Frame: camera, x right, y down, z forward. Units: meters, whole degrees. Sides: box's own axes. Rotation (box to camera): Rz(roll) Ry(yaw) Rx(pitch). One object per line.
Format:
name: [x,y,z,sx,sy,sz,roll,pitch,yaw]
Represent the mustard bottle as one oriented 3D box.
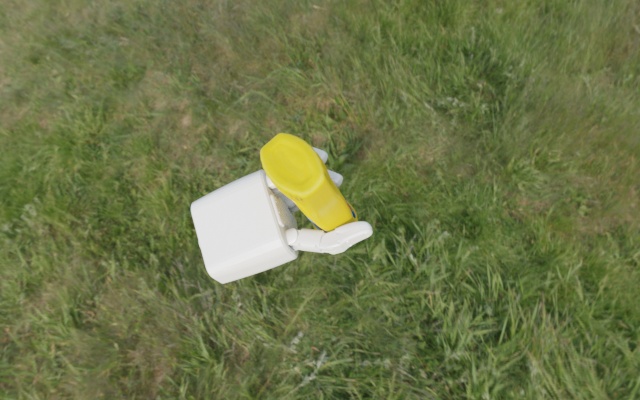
mustard bottle: [0.000,0.002,0.585,0.096,0.058,0.192,45,-4,34]
